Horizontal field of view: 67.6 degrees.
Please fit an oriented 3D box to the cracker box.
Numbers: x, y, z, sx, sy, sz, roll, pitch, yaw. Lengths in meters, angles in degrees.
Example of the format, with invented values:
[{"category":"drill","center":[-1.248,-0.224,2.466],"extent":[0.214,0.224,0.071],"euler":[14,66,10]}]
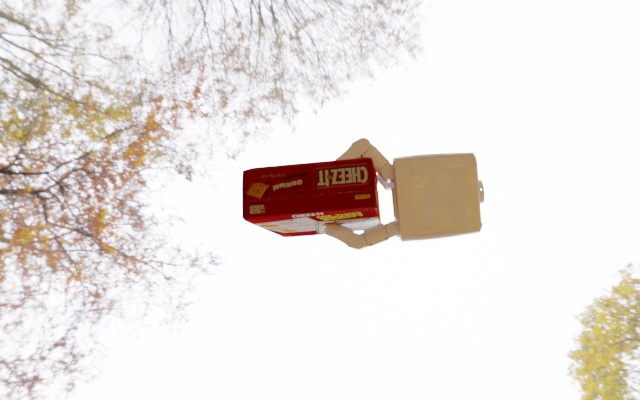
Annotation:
[{"category":"cracker box","center":[0.000,0.002,0.670],"extent":[0.164,0.072,0.214],"euler":[-6,-11,8]}]
